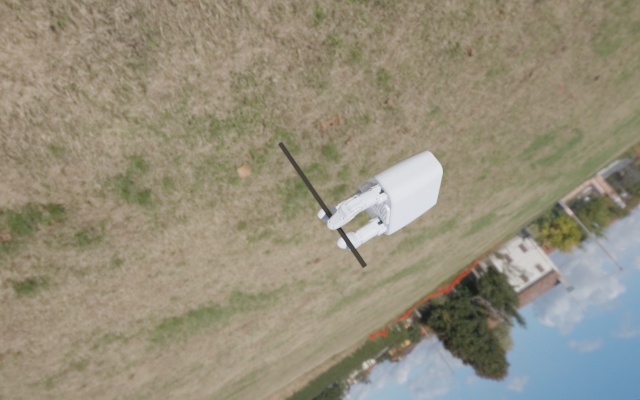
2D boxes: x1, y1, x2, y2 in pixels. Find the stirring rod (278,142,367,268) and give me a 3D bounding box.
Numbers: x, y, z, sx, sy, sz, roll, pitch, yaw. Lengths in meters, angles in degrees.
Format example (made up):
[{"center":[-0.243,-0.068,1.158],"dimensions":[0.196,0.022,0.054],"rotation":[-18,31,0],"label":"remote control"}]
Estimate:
[{"center":[0.000,0.002,0.737],"dimensions":[0.011,0.239,0.011],"rotation":[-31,-18,-11],"label":"stirring rod"}]
